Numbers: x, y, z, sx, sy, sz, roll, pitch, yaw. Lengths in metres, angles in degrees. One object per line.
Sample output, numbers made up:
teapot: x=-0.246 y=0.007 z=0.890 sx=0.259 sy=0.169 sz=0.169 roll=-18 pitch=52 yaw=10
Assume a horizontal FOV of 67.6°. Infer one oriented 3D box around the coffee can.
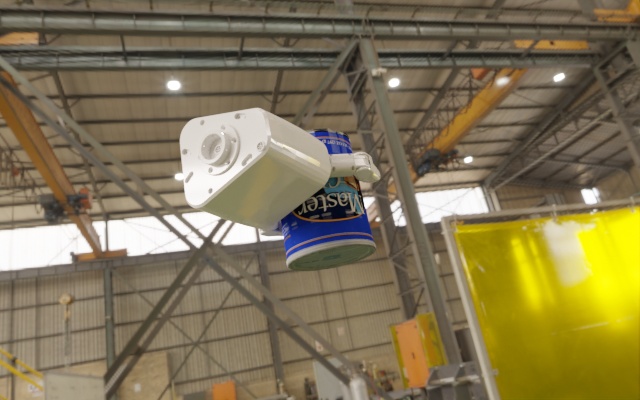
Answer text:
coffee can: x=0.000 y=0.002 z=0.563 sx=0.103 sy=0.140 sz=0.103 roll=-10 pitch=-20 yaw=-4
